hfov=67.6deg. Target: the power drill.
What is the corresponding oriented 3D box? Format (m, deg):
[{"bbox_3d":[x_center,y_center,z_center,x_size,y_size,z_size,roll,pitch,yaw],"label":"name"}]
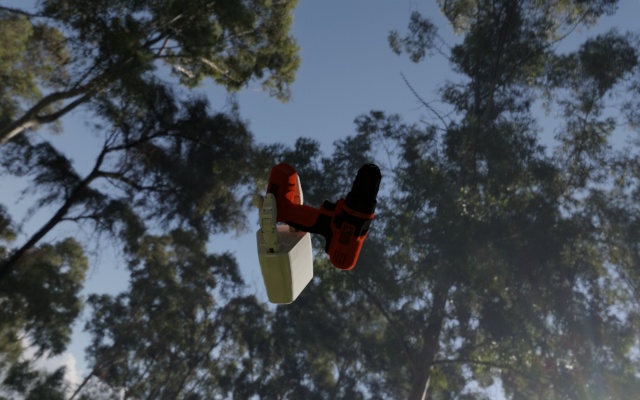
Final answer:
[{"bbox_3d":[0.000,0.003,0.798,0.187,0.184,0.057,24,18,23],"label":"power drill"}]
